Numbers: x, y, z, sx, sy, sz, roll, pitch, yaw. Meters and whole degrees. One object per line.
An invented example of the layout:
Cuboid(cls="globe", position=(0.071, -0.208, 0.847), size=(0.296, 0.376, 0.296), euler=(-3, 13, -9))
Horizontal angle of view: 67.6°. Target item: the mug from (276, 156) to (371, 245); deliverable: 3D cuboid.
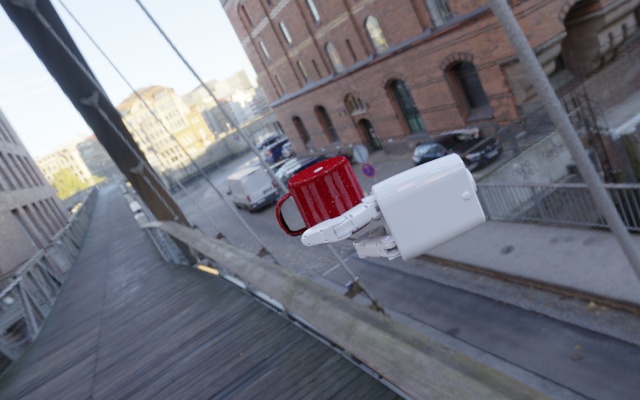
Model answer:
Cuboid(cls="mug", position=(-0.001, 0.002, 0.593), size=(0.117, 0.081, 0.093), euler=(-24, 14, 4))
